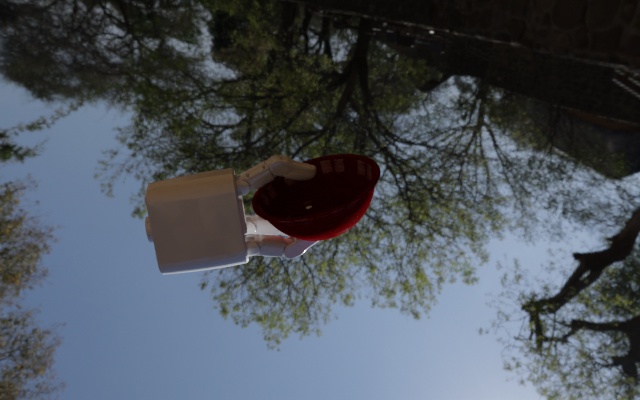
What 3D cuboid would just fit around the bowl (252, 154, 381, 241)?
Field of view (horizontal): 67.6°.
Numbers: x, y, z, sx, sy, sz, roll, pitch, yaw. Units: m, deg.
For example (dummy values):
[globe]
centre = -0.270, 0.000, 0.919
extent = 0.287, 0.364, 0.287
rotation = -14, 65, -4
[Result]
[bowl]
centre = 0.002, 0.002, 0.591
extent = 0.162, 0.055, 0.162
rotation = -14, 27, 7
